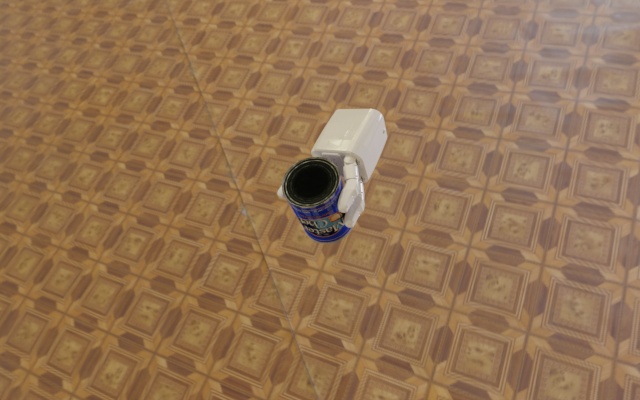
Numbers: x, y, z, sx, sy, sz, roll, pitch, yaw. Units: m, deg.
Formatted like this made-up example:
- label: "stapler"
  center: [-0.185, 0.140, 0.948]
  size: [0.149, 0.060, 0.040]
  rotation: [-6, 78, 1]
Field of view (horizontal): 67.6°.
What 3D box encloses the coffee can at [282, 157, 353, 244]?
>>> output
- label: "coffee can"
  center: [0.000, 0.003, 0.860]
  size: [0.103, 0.102, 0.140]
  rotation: [0, -30, 16]
